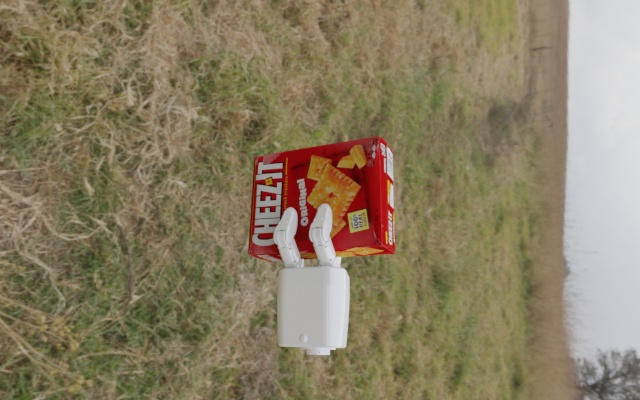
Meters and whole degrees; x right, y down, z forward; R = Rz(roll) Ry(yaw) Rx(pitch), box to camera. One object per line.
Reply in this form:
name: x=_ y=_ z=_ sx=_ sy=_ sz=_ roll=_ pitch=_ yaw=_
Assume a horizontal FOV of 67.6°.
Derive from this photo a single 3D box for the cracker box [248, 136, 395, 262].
cracker box: x=0.000 y=0.002 z=0.718 sx=0.214 sy=0.164 sz=0.072 roll=-6 pitch=-19 yaw=23
